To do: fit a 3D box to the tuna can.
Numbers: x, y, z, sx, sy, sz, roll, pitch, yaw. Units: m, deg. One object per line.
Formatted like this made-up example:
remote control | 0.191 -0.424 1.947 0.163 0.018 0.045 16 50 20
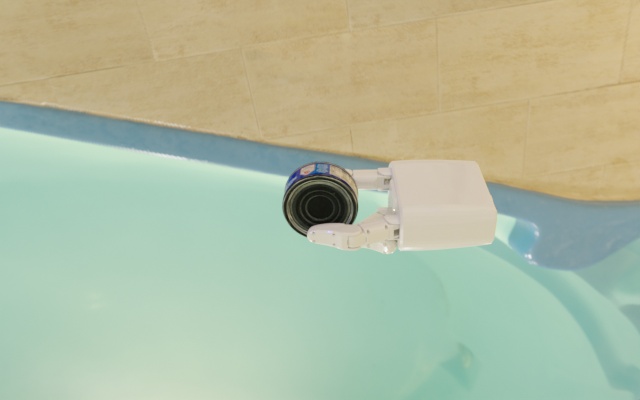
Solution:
tuna can | 0.000 0.002 0.536 0.086 0.086 0.033 0 30 3
